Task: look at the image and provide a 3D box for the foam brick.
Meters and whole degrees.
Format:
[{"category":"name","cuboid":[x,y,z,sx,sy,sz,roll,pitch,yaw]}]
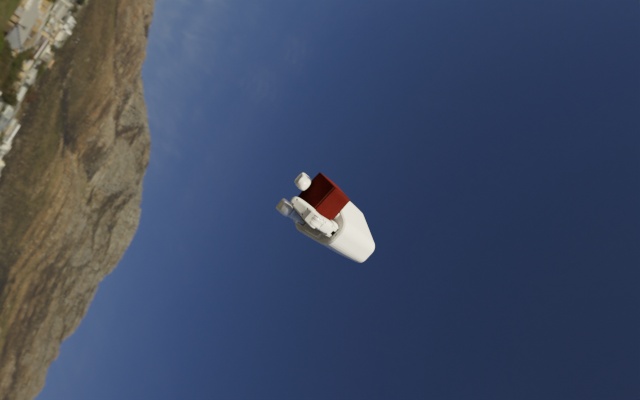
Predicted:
[{"category":"foam brick","cuboid":[0.000,0.002,0.809,0.051,0.078,0.053,35,11,-44]}]
